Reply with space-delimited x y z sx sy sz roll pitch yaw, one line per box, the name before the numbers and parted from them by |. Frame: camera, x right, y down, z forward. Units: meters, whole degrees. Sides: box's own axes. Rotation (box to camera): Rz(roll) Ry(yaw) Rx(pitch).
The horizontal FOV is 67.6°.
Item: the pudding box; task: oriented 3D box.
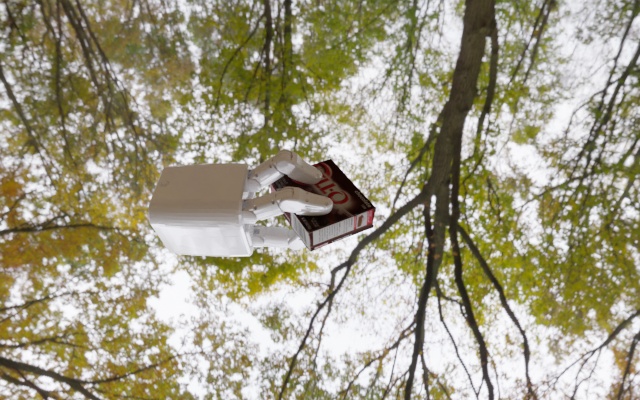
pudding box | 0.000 0.002 0.584 0.090 0.039 0.113 -20 47 -20
